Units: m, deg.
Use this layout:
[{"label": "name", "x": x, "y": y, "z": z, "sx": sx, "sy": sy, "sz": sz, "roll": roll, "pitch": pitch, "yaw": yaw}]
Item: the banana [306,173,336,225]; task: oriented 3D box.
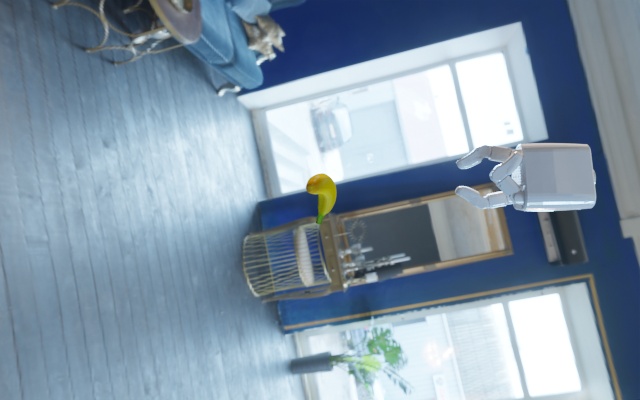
[{"label": "banana", "x": 0.005, "y": -0.013, "z": 0.890, "sx": 0.037, "sy": 0.069, "sz": 0.198, "roll": 11, "pitch": -19, "yaw": 11}]
